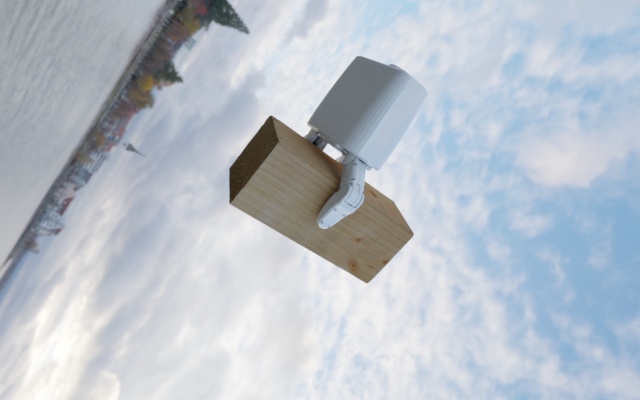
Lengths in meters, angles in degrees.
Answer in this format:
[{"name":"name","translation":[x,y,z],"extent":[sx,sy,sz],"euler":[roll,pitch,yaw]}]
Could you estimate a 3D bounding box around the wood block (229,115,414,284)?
[{"name":"wood block","translation":[0.000,0.002,0.576],"extent":[0.206,0.090,0.090],"euler":[33,18,-25]}]
